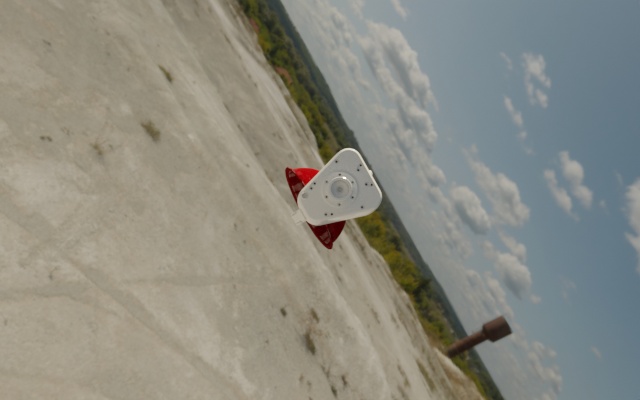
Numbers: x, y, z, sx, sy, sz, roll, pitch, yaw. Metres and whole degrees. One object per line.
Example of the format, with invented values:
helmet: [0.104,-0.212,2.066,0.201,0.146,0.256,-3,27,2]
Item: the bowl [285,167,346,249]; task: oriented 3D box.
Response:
bowl: [0.000,0.002,0.836,0.055,0.162,0.162,-29,7,-13]
